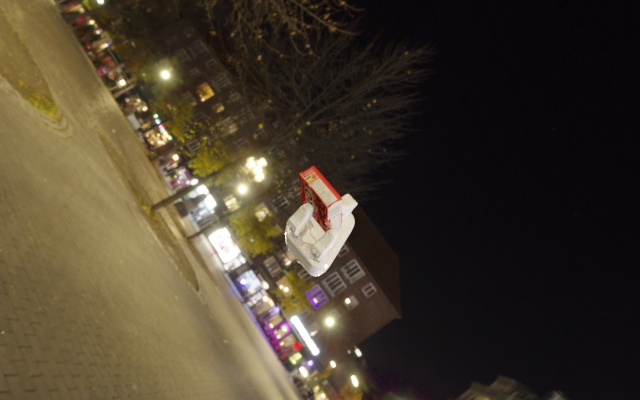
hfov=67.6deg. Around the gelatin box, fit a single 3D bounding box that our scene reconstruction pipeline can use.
[{"bbox_3d":[0.000,0.002,0.718,0.030,0.073,0.089,-31,-27,-17],"label":"gelatin box"}]
